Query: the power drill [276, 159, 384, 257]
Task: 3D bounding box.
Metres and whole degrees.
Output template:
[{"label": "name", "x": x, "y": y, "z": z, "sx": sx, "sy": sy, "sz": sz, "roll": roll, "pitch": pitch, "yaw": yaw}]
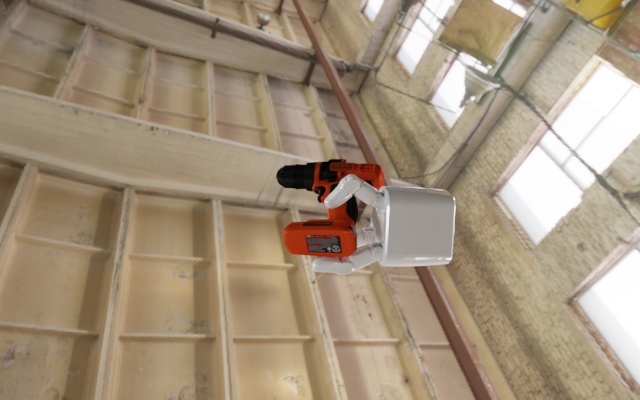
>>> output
[{"label": "power drill", "x": 0.000, "y": 0.003, "z": 0.751, "sx": 0.184, "sy": 0.057, "sz": 0.187, "roll": 0, "pitch": 41, "yaw": 15}]
